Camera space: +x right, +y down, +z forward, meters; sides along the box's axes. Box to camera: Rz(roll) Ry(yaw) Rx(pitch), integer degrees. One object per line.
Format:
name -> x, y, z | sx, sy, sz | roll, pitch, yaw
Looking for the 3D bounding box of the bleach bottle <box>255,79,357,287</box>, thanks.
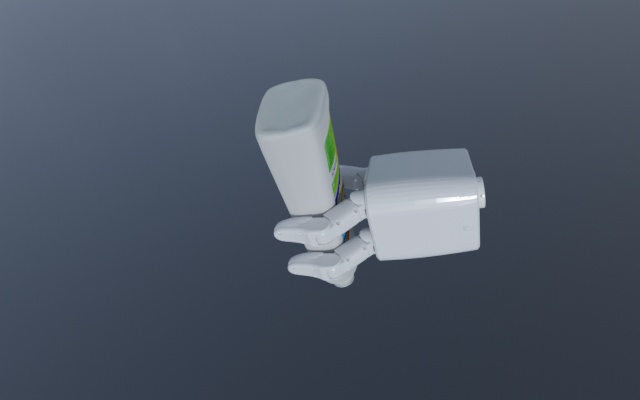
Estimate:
bleach bottle -> 0.000, 0.002, 0.527 | 0.068, 0.251, 0.102 | -7, 42, 12
